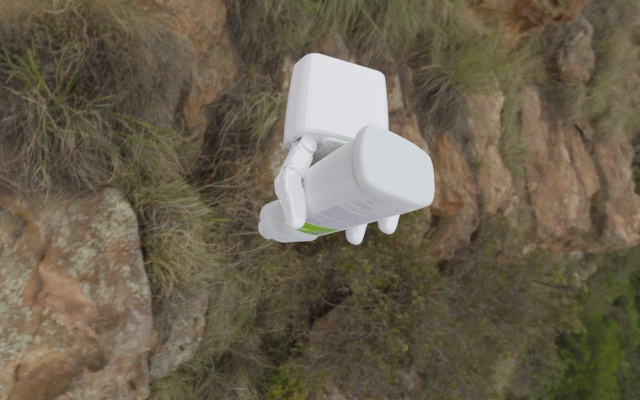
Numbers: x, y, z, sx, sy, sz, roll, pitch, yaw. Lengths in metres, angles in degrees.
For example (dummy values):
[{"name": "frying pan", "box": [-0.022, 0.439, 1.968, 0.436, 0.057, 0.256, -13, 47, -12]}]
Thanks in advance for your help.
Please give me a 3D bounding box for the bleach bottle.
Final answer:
[{"name": "bleach bottle", "box": [0.000, 0.002, 0.536, 0.102, 0.068, 0.251, 19, -27, -34]}]
